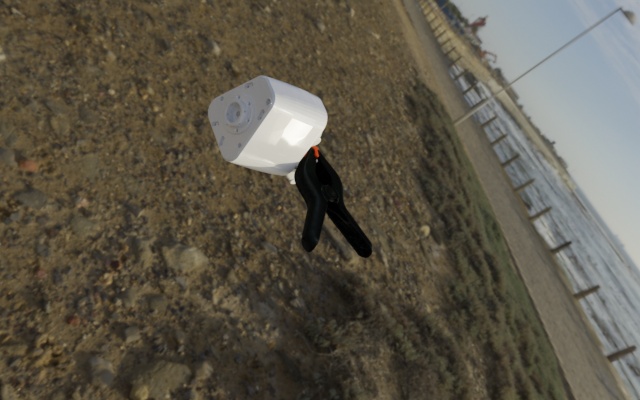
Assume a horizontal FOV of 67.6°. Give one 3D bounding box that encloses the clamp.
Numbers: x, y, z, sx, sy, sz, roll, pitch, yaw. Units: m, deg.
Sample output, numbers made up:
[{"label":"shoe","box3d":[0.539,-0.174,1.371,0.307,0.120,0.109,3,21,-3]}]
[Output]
[{"label":"clamp","box3d":[0.001,0.002,0.641,0.039,0.171,0.120,-38,-25,28]}]
